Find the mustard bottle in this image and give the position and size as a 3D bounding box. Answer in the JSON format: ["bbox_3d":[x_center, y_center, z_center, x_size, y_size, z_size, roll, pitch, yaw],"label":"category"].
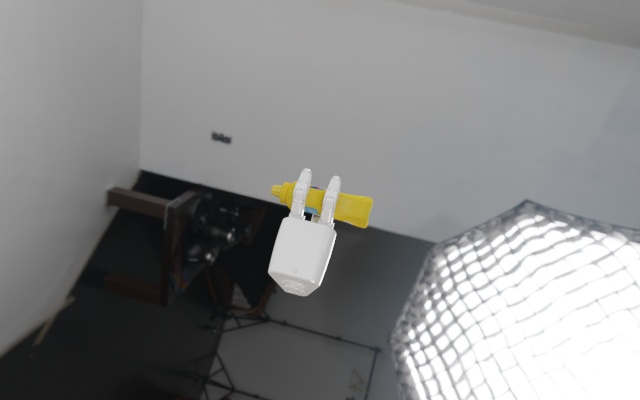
[{"bbox_3d":[0.000,0.003,0.900,0.191,0.058,0.096,13,-3,6],"label":"mustard bottle"}]
